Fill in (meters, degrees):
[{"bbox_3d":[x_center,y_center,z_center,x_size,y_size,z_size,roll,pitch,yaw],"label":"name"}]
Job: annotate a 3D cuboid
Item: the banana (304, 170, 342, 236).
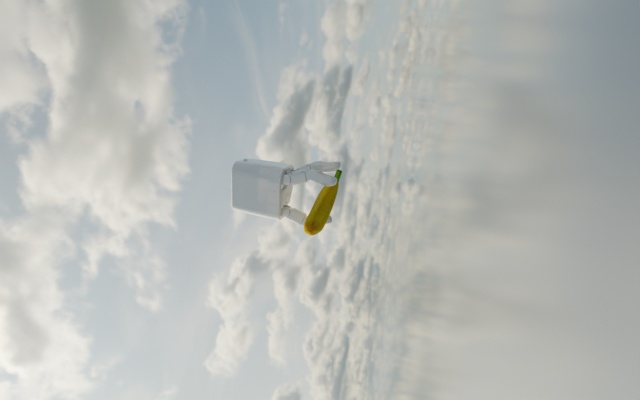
[{"bbox_3d":[0.000,0.016,0.913,0.037,0.070,0.197,13,38,9],"label":"banana"}]
